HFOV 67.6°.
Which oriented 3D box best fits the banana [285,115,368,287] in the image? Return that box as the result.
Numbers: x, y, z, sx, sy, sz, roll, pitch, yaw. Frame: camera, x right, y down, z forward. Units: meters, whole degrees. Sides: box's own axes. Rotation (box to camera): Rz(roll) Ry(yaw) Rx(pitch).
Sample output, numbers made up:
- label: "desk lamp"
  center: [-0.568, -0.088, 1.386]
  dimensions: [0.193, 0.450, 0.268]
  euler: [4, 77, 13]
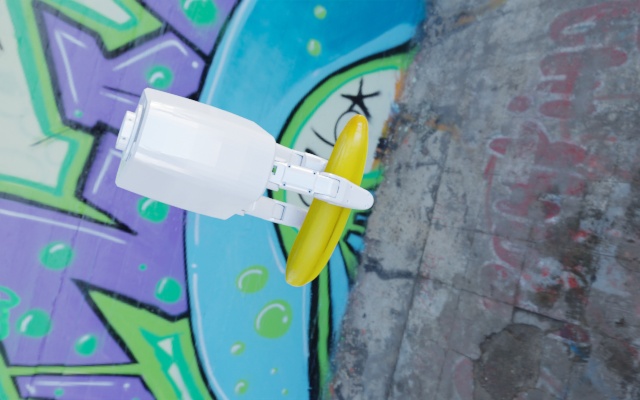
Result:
- label: "banana"
  center: [0.003, 0.012, 0.468]
  dimensions: [0.037, 0.198, 0.069]
  euler: [18, 19, -20]
